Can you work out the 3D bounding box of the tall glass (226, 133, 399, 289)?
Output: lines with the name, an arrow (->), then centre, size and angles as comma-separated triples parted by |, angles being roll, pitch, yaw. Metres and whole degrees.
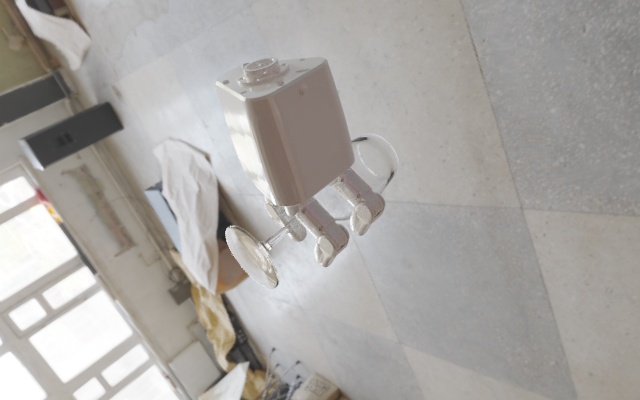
tall glass -> 0.000, 0.002, 0.509 | 0.201, 0.079, 0.079 | -39, 22, -31
